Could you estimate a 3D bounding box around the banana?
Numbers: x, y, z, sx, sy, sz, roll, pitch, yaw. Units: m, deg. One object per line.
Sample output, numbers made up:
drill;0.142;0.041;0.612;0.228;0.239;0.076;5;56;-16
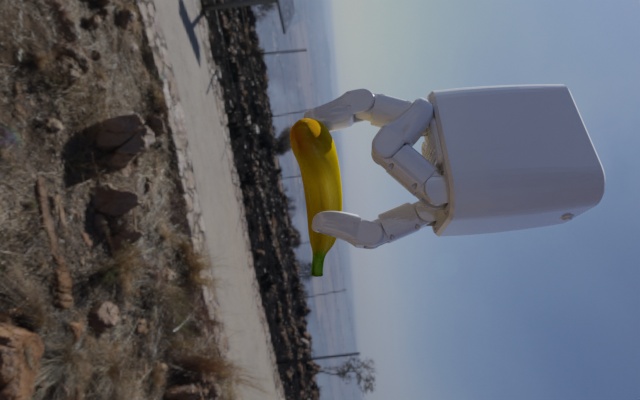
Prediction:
banana;0.000;-0.011;0.426;0.037;0.069;0.198;-3;-40;4
